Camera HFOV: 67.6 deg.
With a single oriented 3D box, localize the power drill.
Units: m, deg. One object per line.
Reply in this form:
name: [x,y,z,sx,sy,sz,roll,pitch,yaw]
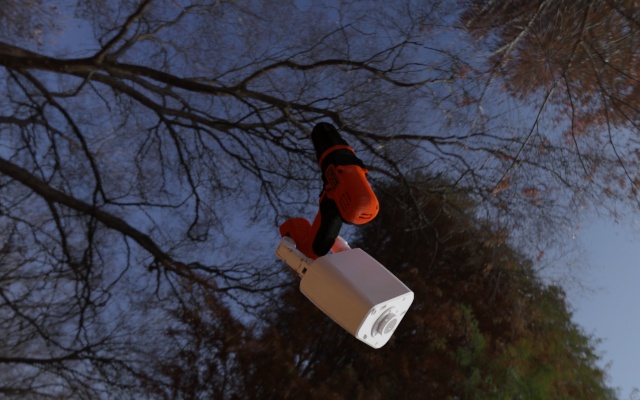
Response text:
power drill: [0.000,0.003,0.695,0.057,0.188,0.184,5,43,-28]
